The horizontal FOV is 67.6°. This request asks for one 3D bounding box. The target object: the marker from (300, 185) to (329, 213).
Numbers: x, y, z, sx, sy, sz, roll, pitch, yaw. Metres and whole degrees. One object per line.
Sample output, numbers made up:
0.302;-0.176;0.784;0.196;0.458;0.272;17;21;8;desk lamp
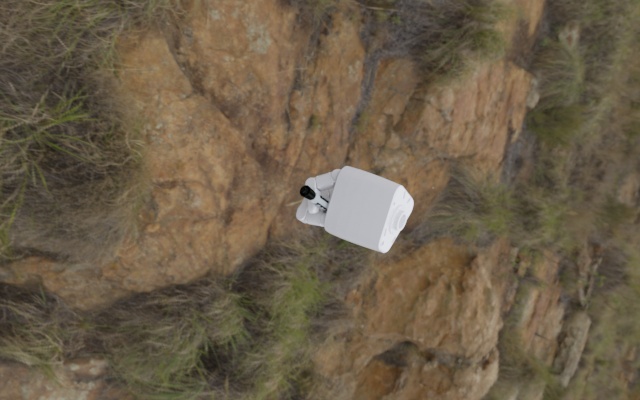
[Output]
0.000;0.003;0.770;0.020;0.020;0.121;0;-18;27;marker
